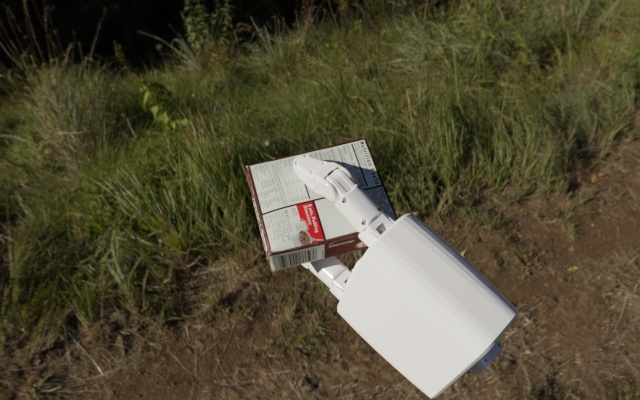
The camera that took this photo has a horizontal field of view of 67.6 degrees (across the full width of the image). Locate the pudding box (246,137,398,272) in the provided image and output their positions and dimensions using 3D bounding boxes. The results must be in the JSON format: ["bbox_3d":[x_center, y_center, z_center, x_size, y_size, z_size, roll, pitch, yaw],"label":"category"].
[{"bbox_3d":[0.000,0.001,0.412,0.113,0.090,0.039,-13,-27,-9],"label":"pudding box"}]
